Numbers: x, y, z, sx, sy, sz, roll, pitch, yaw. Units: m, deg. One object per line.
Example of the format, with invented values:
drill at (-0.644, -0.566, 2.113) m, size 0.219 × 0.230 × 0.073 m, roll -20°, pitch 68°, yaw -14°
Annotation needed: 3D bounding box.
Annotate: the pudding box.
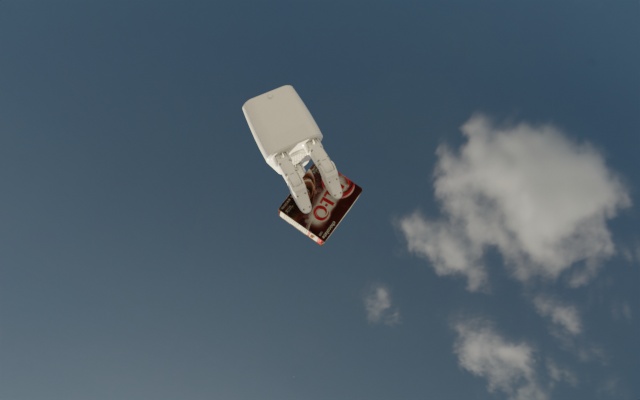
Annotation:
pudding box at (0.000, 0.003, 0.764) m, size 0.090 × 0.113 × 0.039 m, roll 35°, pitch -17°, yaw 7°
